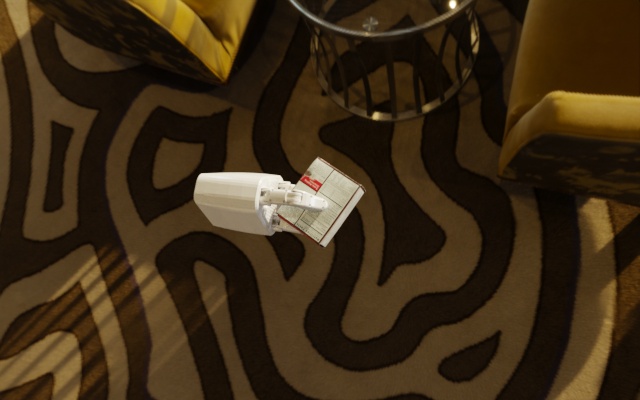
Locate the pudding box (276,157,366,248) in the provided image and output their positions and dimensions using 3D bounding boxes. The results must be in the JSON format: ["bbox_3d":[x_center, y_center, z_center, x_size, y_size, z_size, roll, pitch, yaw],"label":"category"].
[{"bbox_3d":[0.000,0.002,0.736,0.090,0.113,0.039,35,-2,19],"label":"pudding box"}]
